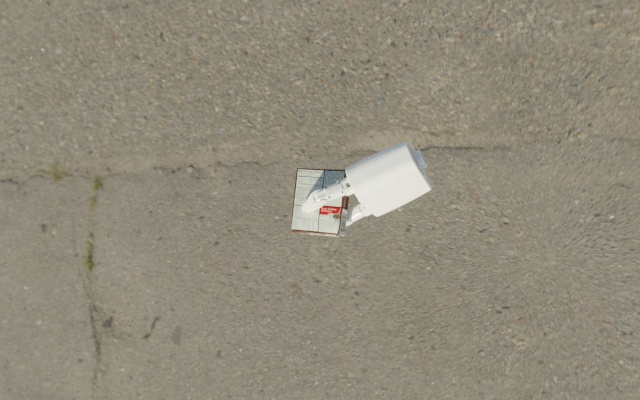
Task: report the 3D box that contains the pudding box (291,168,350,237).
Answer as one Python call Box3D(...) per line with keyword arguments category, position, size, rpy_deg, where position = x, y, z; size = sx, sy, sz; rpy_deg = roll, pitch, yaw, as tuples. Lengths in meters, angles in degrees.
Box3D(category="pudding box", position=(0.000, 0.003, 0.814), size=(0.090, 0.113, 0.039), rpy_deg=(4, -8, 19))
